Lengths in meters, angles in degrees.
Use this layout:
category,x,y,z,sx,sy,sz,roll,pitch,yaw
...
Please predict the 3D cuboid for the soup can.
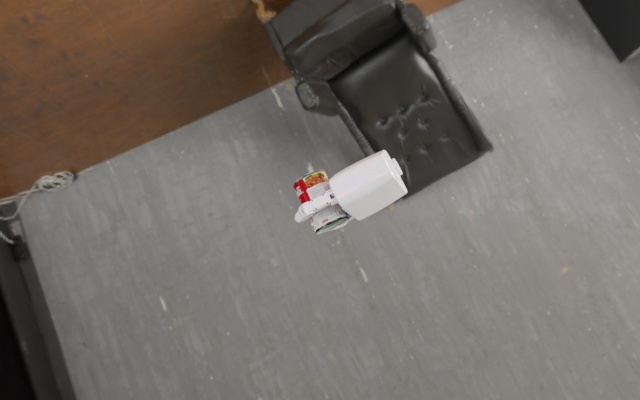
category,x,y,z,sx,sy,sz,roll,pitch,yaw
soup can,0.000,0.003,0.884,0.068,0.102,0.068,-25,-12,-6
